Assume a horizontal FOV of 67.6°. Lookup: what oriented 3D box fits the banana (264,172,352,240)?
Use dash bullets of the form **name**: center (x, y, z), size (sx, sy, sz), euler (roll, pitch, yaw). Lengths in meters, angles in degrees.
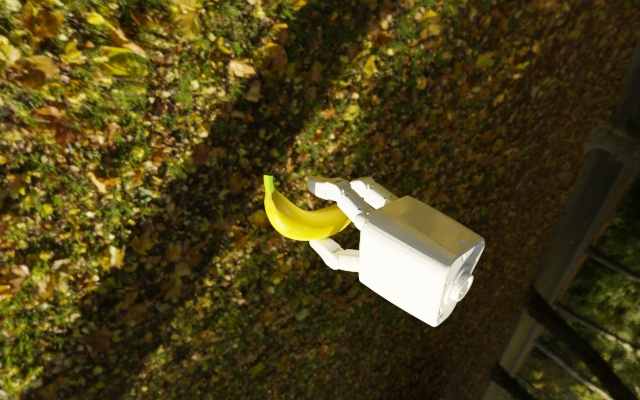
- **banana**: center (-0.009, 0.019, 0.608), size (0.037, 0.069, 0.198), euler (26, 6, 34)
